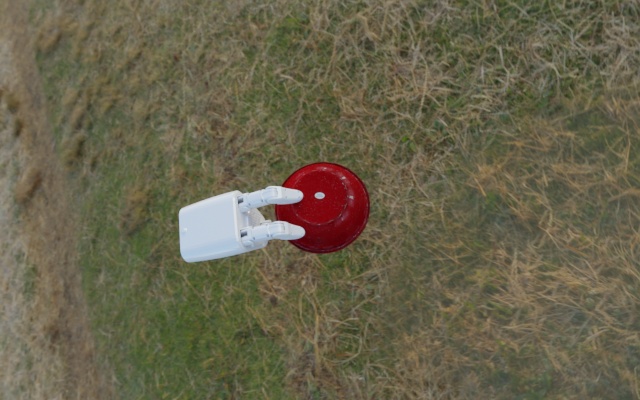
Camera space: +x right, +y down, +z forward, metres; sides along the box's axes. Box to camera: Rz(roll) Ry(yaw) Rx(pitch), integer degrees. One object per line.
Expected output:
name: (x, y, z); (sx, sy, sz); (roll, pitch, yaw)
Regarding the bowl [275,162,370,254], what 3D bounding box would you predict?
bowl: (0.001, 0.002, 0.776); (0.162, 0.162, 0.055); (0, -18, 6)
